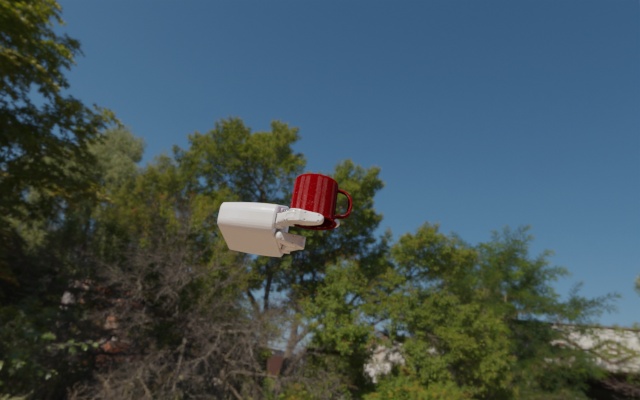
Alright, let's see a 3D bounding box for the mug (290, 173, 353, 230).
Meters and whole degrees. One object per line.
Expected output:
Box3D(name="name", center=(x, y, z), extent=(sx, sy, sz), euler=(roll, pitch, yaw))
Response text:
Box3D(name="mug", center=(0.002, 0.003, 0.869), extent=(0.117, 0.081, 0.093), euler=(4, -20, 10))
